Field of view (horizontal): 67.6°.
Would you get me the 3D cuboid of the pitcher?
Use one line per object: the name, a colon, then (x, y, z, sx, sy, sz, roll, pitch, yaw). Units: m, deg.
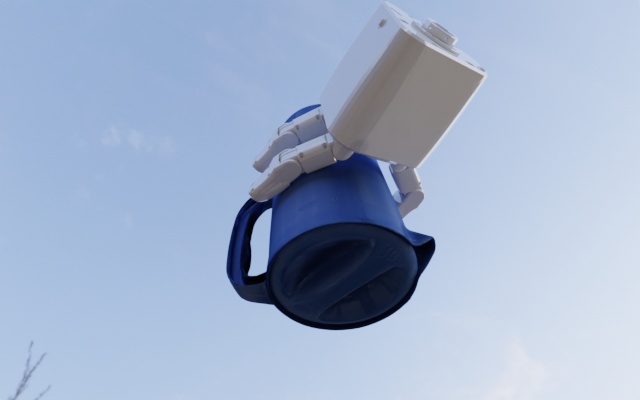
pitcher: (0.000, 0.002, 0.494, 0.149, 0.145, 0.242, 22, 32, -21)
